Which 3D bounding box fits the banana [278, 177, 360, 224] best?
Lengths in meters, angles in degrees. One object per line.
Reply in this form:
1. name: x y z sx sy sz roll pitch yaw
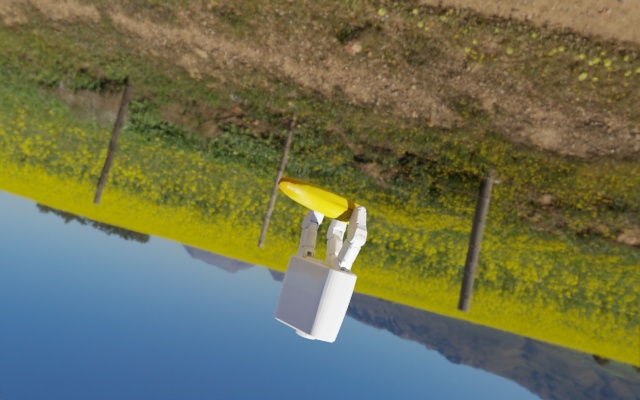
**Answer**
1. banana: 0.016 0.008 0.735 0.069 0.037 0.198 18 -3 37
